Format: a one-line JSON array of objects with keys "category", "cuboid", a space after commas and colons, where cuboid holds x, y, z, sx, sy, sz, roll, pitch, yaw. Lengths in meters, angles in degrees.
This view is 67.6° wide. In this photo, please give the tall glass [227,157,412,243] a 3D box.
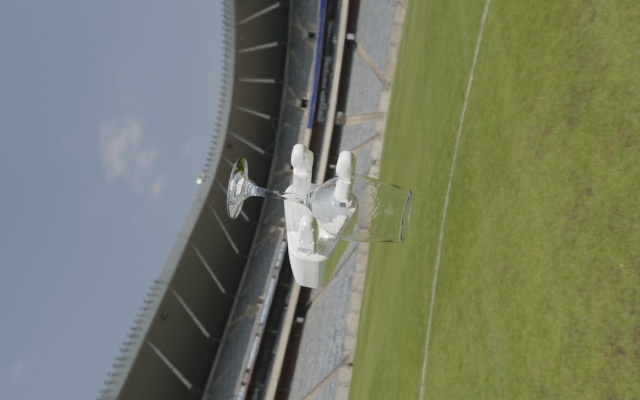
[{"category": "tall glass", "cuboid": [-0.001, 0.002, 0.552, 0.201, 0.079, 0.079, 9, 1, 5]}]
